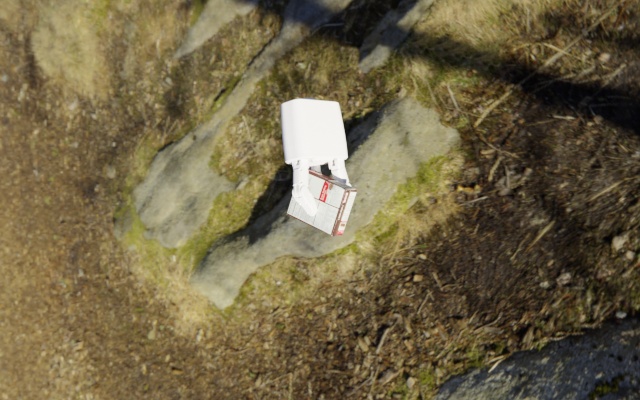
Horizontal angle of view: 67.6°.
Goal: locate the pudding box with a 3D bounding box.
[{"bbox_3d":[0.000,0.003,0.854,0.113,0.090,0.039,25,14,35],"label":"pudding box"}]
